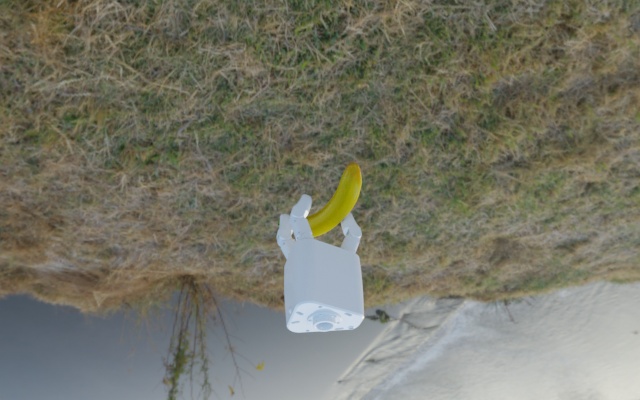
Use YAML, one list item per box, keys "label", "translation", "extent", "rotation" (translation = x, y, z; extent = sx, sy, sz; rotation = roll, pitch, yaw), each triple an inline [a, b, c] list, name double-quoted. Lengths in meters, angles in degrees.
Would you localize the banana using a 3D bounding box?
- label: "banana"
  translation: [0.012, 0.013, 0.785]
  extent: [0.070, 0.037, 0.198]
  rotation: [30, -50, -28]
